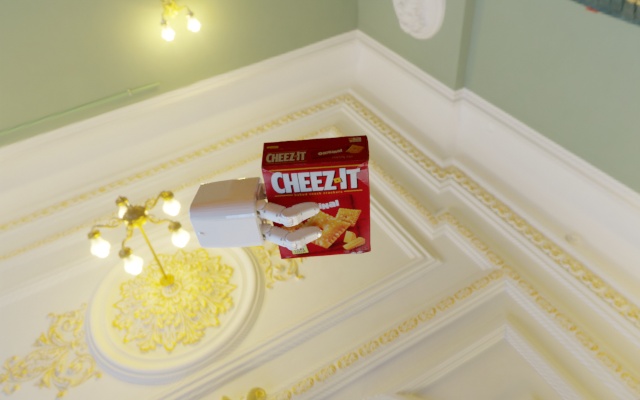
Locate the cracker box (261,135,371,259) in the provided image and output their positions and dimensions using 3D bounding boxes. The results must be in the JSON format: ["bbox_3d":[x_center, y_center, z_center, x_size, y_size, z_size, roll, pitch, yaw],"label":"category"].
[{"bbox_3d":[0.000,0.003,0.790,0.164,0.214,0.072,-4,44,3],"label":"cracker box"}]
